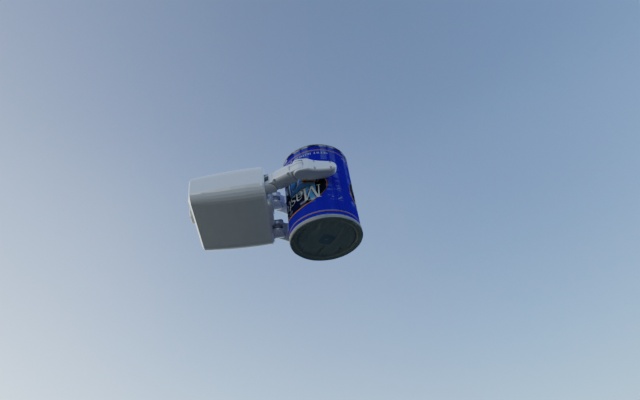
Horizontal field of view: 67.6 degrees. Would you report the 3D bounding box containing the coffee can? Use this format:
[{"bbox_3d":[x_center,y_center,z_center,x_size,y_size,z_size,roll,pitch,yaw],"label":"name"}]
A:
[{"bbox_3d":[0.000,0.002,0.701,0.103,0.140,0.103,-5,-40,-4],"label":"coffee can"}]
